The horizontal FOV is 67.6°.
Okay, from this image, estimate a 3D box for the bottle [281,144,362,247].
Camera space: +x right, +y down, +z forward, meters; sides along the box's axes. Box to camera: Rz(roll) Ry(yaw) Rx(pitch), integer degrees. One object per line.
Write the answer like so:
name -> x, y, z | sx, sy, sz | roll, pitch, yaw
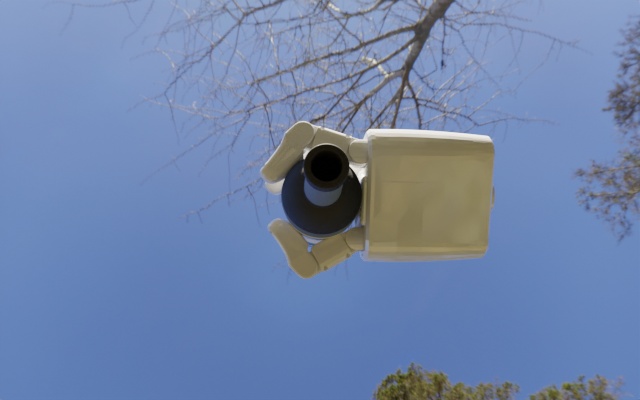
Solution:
bottle -> 0.000, 0.001, 0.426 | 0.069, 0.069, 0.296 | 0, -9, -1
